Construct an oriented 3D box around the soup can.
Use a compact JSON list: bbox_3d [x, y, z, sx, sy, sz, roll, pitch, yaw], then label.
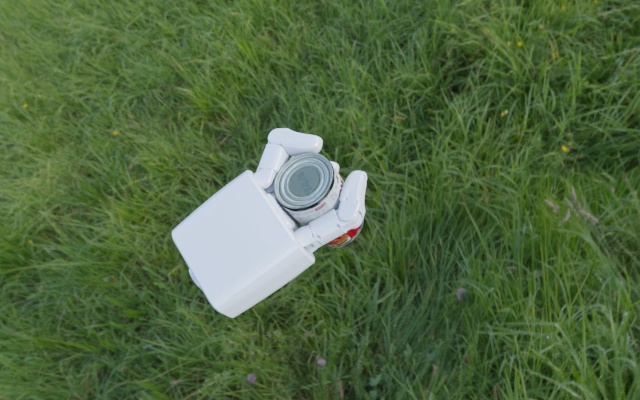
[{"bbox_3d":[0.000,0.001,0.517,0.068,0.068,0.102,0,-26,24],"label":"soup can"}]
